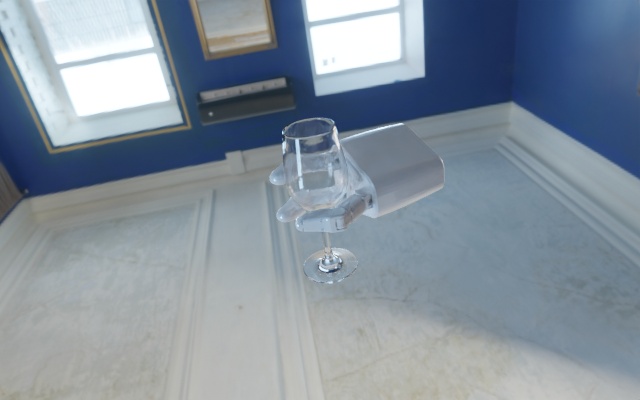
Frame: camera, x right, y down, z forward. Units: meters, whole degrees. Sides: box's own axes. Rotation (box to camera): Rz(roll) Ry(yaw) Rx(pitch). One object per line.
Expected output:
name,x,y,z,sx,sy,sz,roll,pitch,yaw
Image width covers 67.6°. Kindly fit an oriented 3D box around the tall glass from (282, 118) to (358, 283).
tall glass,0.000,0.003,0.594,0.079,0.201,0.079,-7,30,4
